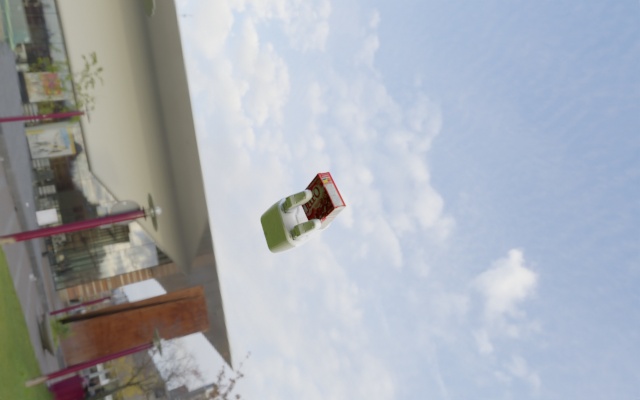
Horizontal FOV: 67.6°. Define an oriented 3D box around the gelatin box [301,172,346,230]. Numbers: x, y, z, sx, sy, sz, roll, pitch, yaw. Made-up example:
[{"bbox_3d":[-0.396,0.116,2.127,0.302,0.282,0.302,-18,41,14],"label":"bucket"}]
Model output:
[{"bbox_3d":[0.001,0.003,0.853,0.030,0.073,0.089,-11,-24,-36],"label":"gelatin box"}]
